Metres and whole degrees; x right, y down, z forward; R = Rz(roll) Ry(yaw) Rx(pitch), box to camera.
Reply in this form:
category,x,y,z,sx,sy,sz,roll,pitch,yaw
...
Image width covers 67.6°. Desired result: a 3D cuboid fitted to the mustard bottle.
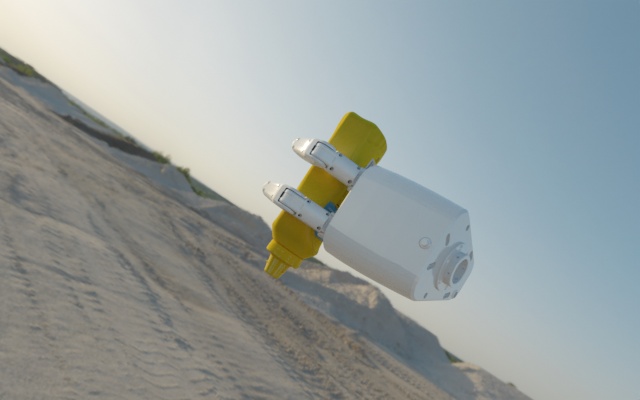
category,x,y,z,sx,sy,sz,roll,pitch,yaw
mustard bottle,0.000,0.001,0.525,0.058,0.191,0.096,32,-6,14
